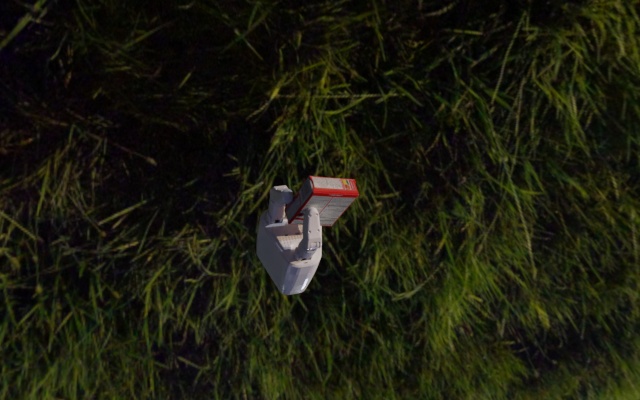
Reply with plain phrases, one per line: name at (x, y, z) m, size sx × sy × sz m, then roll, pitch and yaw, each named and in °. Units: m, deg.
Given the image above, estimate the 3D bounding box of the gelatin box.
gelatin box at (0.000, 0.002, 0.672) m, size 0.073 × 0.030 × 0.089 m, roll 3°, pitch -34°, yaw -29°
